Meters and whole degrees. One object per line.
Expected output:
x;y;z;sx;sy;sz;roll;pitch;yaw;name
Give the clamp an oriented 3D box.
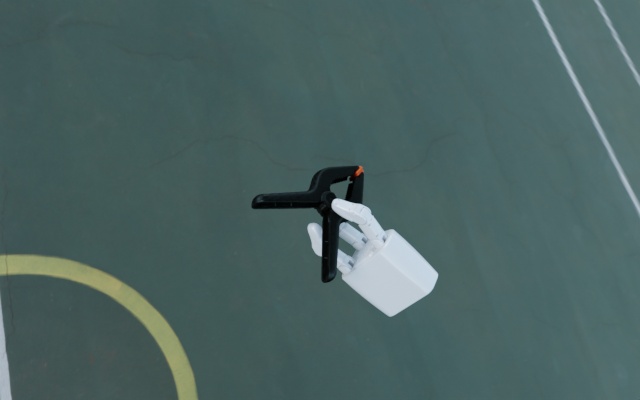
0.001;0.002;0.745;0.036;0.164;0.210;-38;13;51;clamp
